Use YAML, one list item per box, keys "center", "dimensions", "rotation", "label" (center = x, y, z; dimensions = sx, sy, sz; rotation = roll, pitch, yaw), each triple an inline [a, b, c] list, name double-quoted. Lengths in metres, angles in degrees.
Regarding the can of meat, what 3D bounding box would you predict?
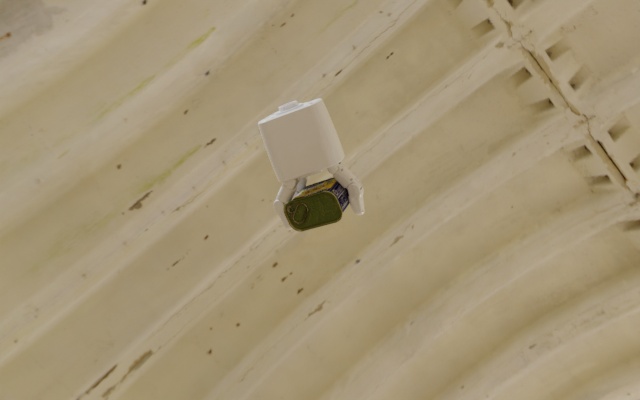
- center: [0.000, 0.003, 0.818]
  dimensions: [0.102, 0.057, 0.084]
  rotation: [-17, 17, 27]
  label: "can of meat"
